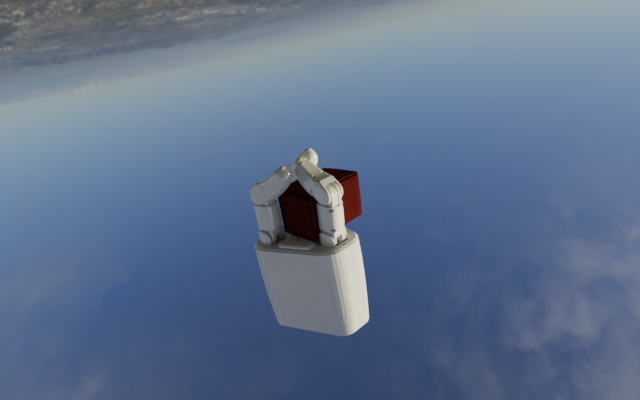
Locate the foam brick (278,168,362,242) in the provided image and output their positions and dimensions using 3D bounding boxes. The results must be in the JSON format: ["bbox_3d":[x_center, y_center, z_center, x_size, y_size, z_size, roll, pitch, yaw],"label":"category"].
[{"bbox_3d":[0.000,0.002,0.525,0.078,0.051,0.053,-28,27,-37],"label":"foam brick"}]
